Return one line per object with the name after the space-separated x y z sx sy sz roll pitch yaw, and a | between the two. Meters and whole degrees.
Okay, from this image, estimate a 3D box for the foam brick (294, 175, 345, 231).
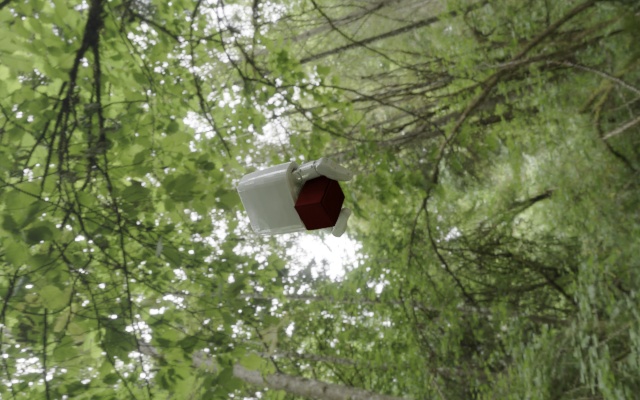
0.000 0.003 0.768 0.051 0.053 0.078 -11 34 26 | foam brick
